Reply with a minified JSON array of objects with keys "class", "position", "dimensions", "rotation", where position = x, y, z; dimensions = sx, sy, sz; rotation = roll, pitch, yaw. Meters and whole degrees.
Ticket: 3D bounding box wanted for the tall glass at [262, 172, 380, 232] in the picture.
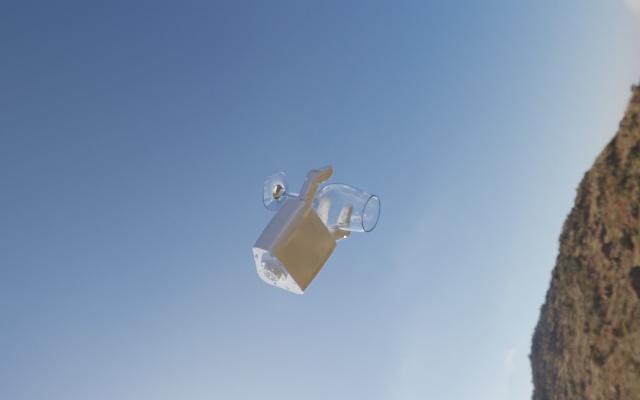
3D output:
[{"class":"tall glass","position":[0.000,0.002,0.821],"dimensions":[0.201,0.079,0.079],"rotation":[13,7,32]}]
